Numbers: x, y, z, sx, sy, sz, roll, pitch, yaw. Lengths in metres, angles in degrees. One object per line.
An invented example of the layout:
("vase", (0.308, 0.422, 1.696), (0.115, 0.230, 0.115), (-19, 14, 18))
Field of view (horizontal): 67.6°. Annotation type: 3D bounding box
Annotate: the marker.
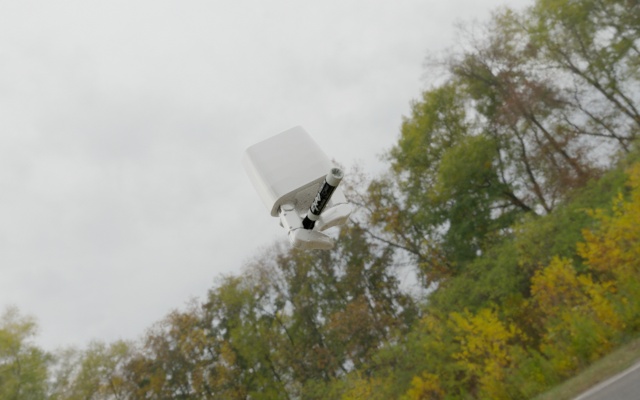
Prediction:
("marker", (0.000, 0.002, 0.631), (0.020, 0.020, 0.121), (0, -37, -24))
